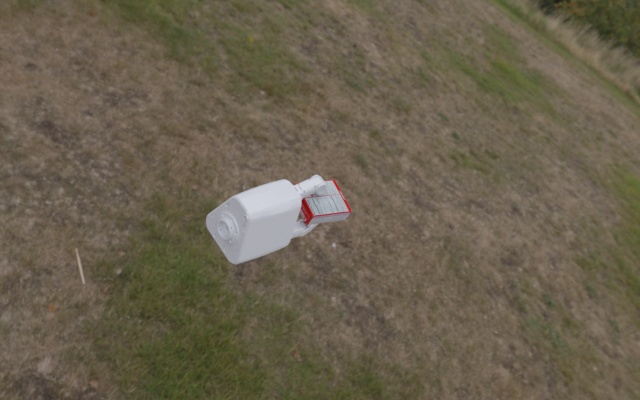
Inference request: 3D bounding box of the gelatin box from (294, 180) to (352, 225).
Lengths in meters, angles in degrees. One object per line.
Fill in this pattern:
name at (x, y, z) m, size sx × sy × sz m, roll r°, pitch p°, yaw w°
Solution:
gelatin box at (0.001, 0.002, 0.830) m, size 0.089 × 0.073 × 0.030 m, roll -7°, pitch -34°, yaw -36°
